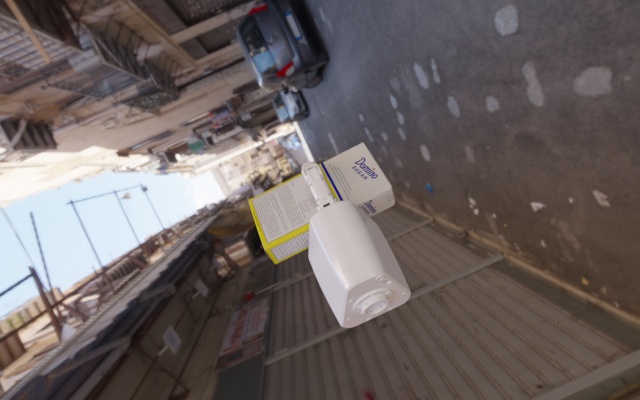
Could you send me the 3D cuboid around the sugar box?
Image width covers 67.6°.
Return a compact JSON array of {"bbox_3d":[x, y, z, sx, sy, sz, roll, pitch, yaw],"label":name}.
[{"bbox_3d":[0.000,0.003,0.626,0.176,0.093,0.048,-24,-39,-1],"label":"sugar box"}]
